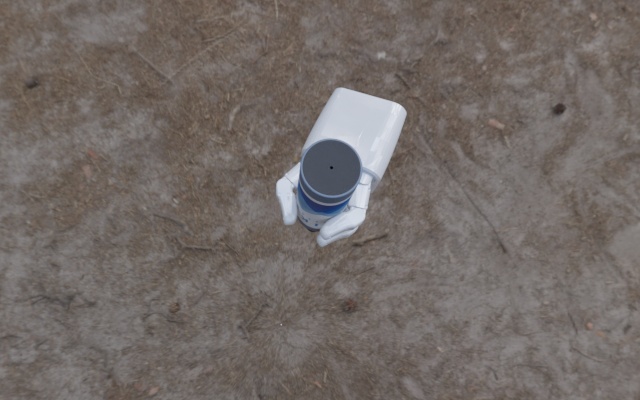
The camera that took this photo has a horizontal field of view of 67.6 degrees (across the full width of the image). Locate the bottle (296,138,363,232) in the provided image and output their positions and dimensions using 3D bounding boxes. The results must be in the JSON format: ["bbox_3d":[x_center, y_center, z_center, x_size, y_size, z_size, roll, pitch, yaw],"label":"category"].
[{"bbox_3d":[0.000,0.002,0.644,0.069,0.069,0.296,0,-14,-5],"label":"bottle"}]
